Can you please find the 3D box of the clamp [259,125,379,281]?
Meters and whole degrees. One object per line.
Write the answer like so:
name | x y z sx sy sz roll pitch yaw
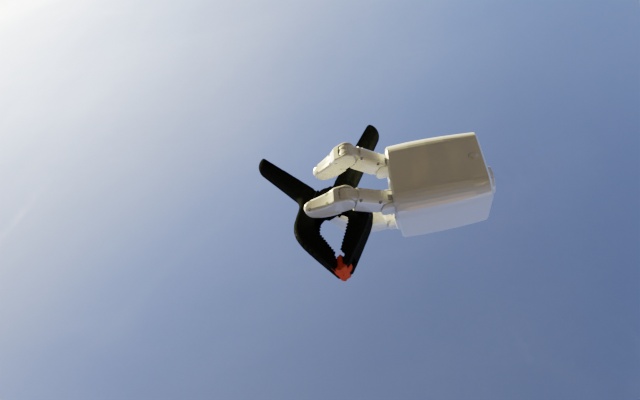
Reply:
clamp | 0.001 0.003 0.580 0.164 0.209 0.036 -12 -38 12
